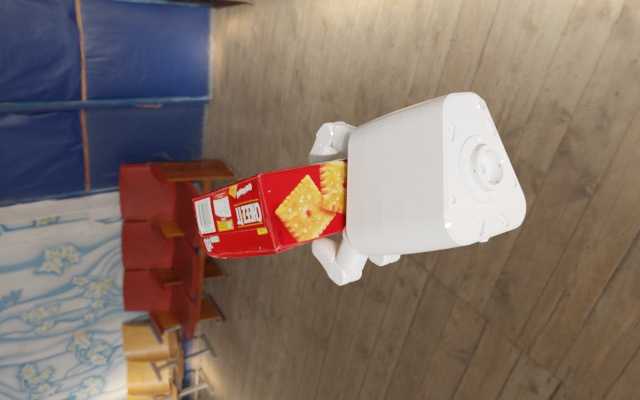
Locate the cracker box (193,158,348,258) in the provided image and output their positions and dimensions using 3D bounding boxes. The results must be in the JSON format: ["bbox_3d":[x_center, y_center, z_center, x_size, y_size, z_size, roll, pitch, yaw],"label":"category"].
[{"bbox_3d":[0.000,0.001,0.495,0.213,0.072,0.164,-12,0,-34],"label":"cracker box"}]
